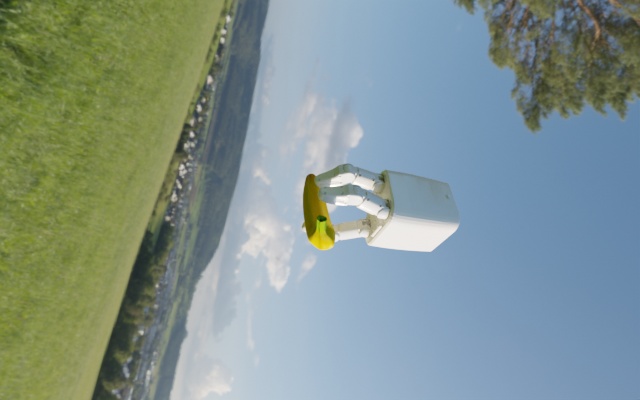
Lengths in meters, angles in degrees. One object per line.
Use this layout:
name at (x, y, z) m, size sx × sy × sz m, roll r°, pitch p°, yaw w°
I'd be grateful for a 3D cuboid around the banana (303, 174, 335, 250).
banana at (-0.002, 0.021, 0.677) m, size 0.037 × 0.070 × 0.197 m, roll 5°, pitch 19°, yaw -9°
